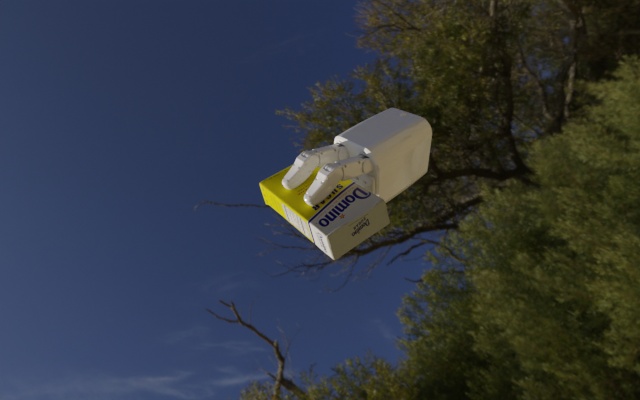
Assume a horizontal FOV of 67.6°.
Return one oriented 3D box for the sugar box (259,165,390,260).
[{"bbox_3d":[0.000,0.002,0.642,0.093,0.048,0.176,-32,36,-21],"label":"sugar box"}]
